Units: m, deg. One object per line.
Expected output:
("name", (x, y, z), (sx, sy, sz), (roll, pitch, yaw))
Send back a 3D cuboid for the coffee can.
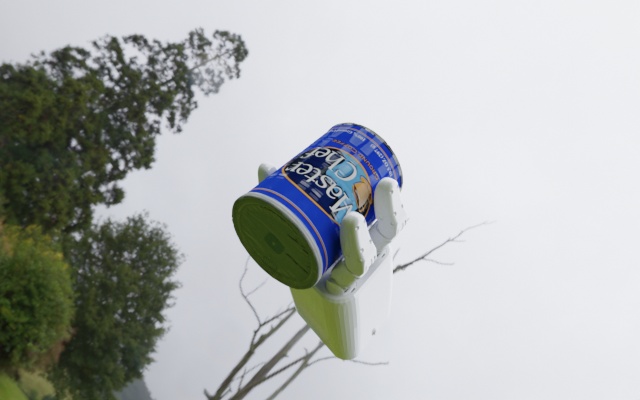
("coffee can", (0.000, 0.001, 0.462), (0.103, 0.103, 0.140), (0, 33, 47))
